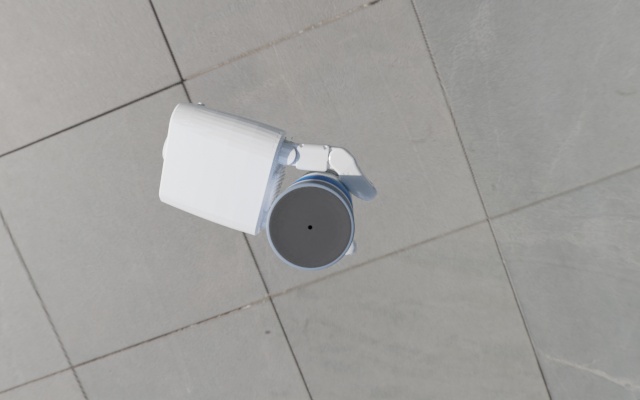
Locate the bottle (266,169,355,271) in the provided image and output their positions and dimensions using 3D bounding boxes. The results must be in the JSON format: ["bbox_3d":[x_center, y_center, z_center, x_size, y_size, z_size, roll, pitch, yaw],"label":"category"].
[{"bbox_3d":[0.000,0.002,0.500,0.069,0.069,0.295,0,7,3],"label":"bottle"}]
